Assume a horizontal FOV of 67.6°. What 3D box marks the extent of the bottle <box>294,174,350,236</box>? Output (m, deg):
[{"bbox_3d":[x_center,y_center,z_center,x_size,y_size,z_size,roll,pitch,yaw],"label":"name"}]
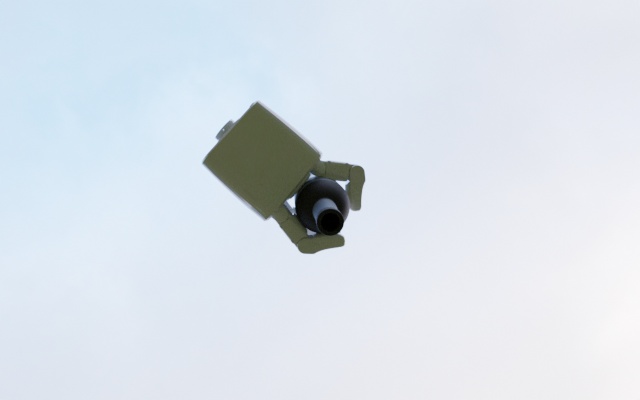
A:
[{"bbox_3d":[0.000,0.002,0.611,0.069,0.069,0.295,0,8,-4],"label":"bottle"}]
